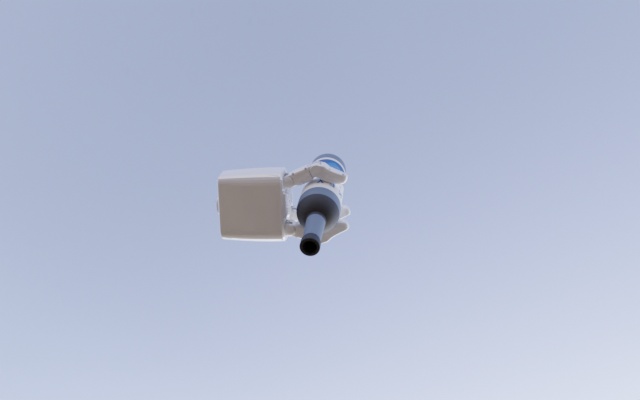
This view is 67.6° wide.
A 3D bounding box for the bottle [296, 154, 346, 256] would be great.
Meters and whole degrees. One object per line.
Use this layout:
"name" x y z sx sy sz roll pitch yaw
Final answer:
"bottle" 0.000 0.002 0.753 0.069 0.069 0.295 0 23 6
